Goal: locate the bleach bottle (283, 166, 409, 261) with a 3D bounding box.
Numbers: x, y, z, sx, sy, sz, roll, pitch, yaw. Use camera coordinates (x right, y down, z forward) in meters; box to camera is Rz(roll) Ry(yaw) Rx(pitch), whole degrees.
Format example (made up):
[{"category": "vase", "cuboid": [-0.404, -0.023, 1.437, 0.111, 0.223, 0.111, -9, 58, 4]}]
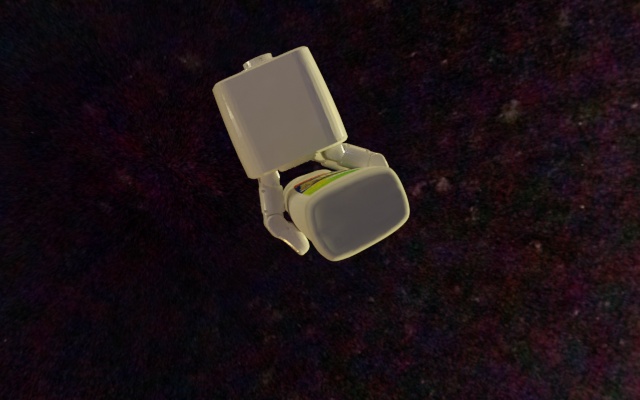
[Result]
[{"category": "bleach bottle", "cuboid": [0.000, 0.002, 0.546, 0.102, 0.068, 0.251, -26, 11, -14]}]
